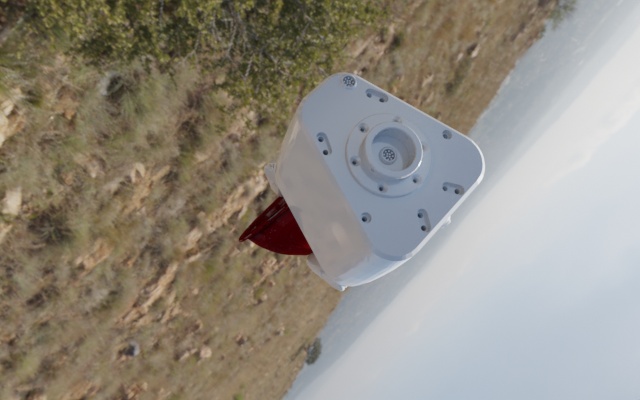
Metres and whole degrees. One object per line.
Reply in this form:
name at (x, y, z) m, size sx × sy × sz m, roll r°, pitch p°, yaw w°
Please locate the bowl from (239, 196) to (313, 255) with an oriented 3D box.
bowl at (0.000, 0.002, 0.455) m, size 0.162 × 0.055 × 0.162 m, roll -41°, pitch 7°, yaw 6°
